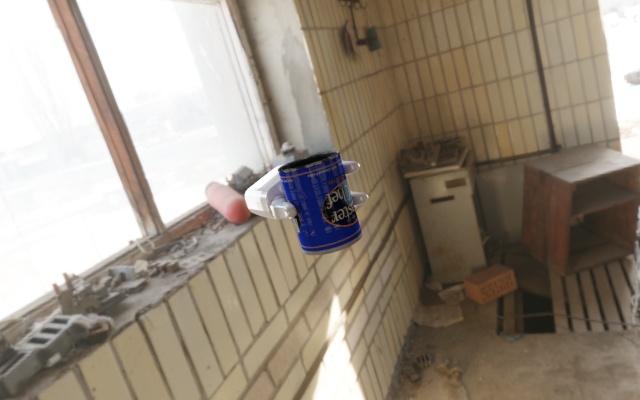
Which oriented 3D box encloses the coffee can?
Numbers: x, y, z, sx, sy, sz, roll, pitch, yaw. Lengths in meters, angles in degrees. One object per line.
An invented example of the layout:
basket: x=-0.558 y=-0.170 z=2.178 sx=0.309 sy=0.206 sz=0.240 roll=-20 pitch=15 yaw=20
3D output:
coffee can: x=0.000 y=0.003 z=0.757 sx=0.103 sy=0.140 sz=0.102 roll=-16 pitch=12 yaw=4
